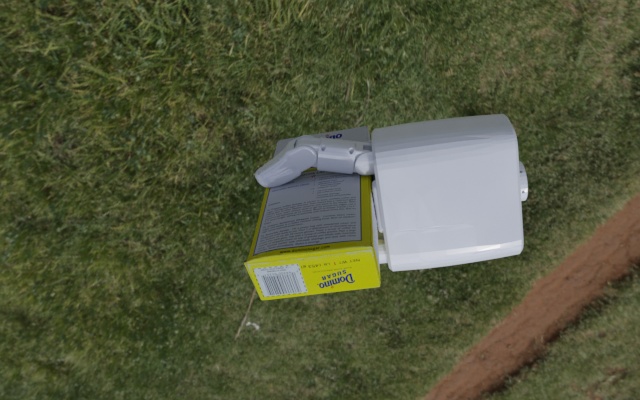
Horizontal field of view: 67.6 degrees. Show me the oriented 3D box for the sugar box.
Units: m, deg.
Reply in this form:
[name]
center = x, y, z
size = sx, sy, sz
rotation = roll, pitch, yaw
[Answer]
[sugar box]
center = 0.000, 0.002, 0.404
size = 0.093, 0.048, 0.176
rotation = -8, 33, 11
